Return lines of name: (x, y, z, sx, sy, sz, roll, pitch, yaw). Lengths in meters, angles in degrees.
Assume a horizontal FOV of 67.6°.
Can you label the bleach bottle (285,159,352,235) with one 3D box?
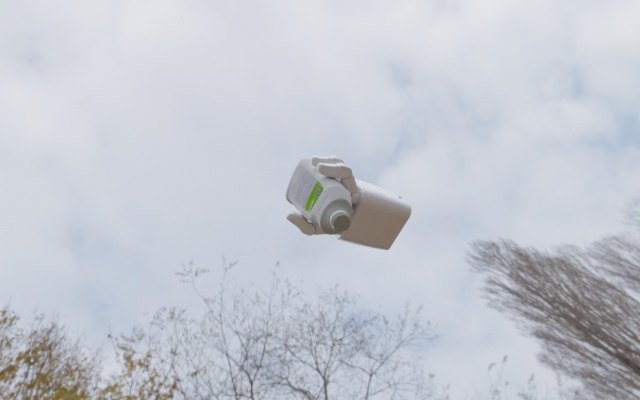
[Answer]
bleach bottle: (0.000, 0.003, 0.840, 0.068, 0.102, 0.250, 17, 14, -19)
